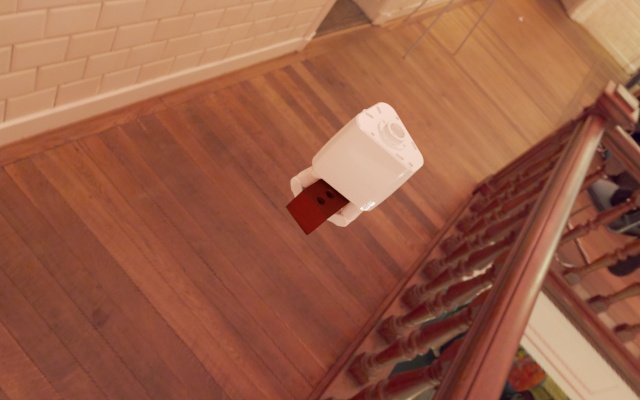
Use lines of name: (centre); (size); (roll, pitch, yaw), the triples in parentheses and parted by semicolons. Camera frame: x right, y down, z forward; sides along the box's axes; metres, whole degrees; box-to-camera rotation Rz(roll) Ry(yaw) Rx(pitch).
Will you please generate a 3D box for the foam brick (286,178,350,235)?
foam brick: (0.000, 0.002, 0.686); (0.078, 0.053, 0.051); (-36, -3, -46)
